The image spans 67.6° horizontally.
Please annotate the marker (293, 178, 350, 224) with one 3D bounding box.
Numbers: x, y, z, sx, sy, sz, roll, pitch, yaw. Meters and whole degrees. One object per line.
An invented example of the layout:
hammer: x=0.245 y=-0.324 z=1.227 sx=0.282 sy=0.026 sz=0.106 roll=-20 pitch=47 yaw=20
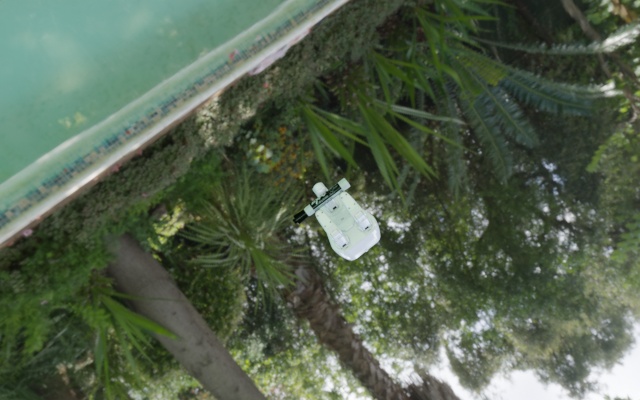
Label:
marker: x=0.000 y=0.003 z=0.863 sx=0.121 sy=0.020 sz=0.020 roll=-37 pitch=-1 yaw=1
